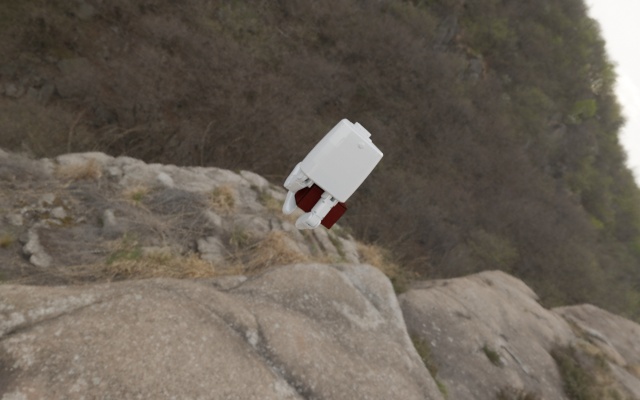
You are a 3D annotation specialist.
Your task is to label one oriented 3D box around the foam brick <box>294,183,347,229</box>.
[{"bbox_3d":[0.000,0.003,0.839,0.078,0.051,0.053,37,12,-19],"label":"foam brick"}]
